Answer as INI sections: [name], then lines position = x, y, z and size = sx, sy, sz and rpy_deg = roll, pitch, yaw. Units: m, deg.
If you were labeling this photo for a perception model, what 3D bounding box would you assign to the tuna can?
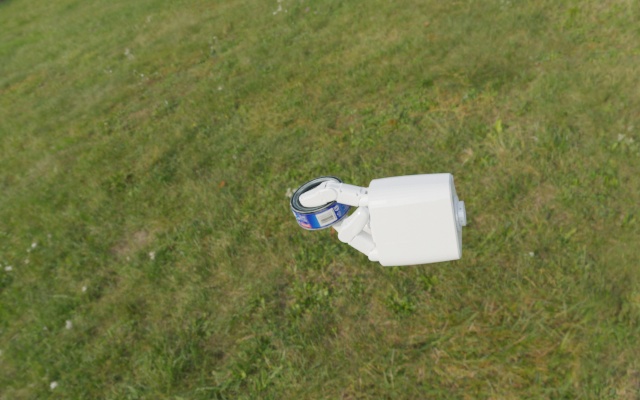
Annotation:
[tuna can]
position = 0.000, 0.002, 0.694
size = 0.086, 0.034, 0.086
rpy_deg = -17, 34, 12
